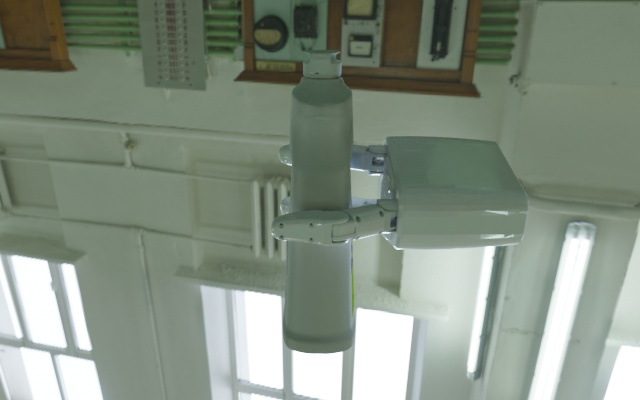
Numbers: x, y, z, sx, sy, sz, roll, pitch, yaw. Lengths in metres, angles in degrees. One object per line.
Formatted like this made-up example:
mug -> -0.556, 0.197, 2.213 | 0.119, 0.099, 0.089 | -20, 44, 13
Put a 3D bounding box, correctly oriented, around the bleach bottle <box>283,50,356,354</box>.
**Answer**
bleach bottle -> 0.000, 0.001, 0.417 | 0.068, 0.251, 0.102 | 0, 22, -1
